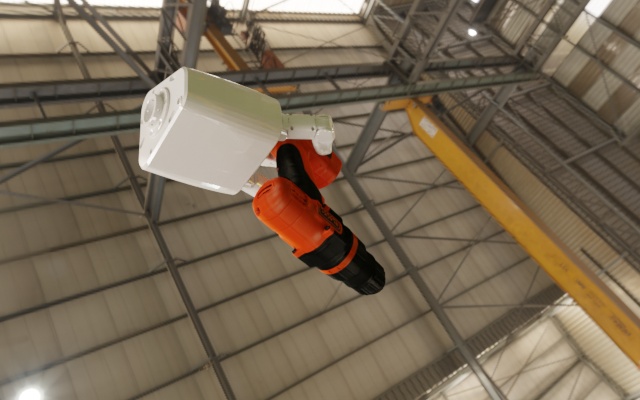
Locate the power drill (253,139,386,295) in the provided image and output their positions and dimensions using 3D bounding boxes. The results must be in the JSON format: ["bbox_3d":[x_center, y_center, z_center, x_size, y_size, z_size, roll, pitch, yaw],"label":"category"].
[{"bbox_3d":[0.000,0.001,0.538,0.057,0.187,0.184,-35,-56,17],"label":"power drill"}]
